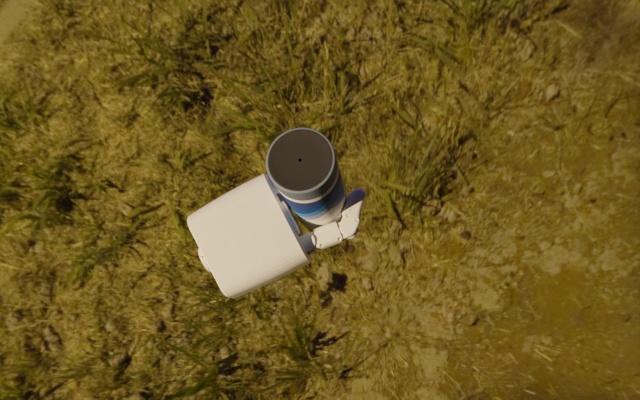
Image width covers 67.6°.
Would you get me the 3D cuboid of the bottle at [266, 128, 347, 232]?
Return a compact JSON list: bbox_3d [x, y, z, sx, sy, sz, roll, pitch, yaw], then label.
[{"bbox_3d":[0.000,0.002,0.587,0.069,0.069,0.296,0,-16,8],"label":"bottle"}]
